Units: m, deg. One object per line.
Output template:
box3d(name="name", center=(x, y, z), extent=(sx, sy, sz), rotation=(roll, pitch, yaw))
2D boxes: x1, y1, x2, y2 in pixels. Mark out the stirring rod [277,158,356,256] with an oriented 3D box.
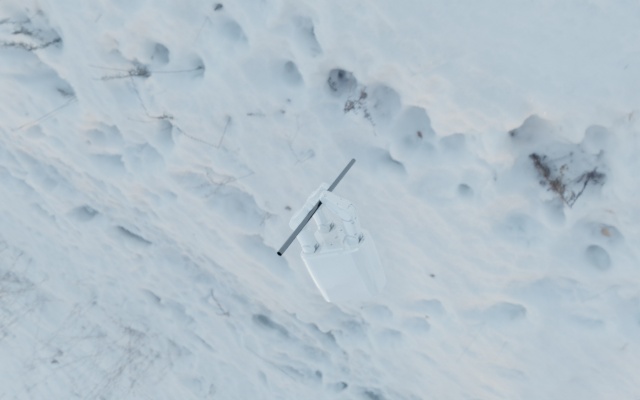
box3d(name="stirring rod", center=(0.000, 0.002, 0.730), extent=(0.011, 0.011, 0.239), rotation=(0, 36, 35))
